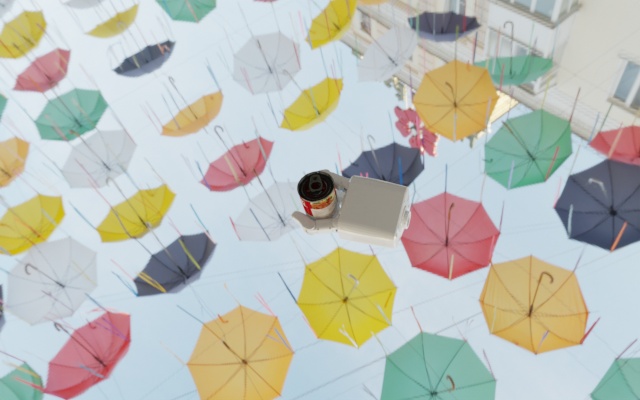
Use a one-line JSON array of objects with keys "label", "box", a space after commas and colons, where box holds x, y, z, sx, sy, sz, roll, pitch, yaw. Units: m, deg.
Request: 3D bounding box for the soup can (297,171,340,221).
[{"label": "soup can", "box": [0.000, 0.003, 0.884, 0.068, 0.068, 0.102, 0, -35, 12]}]
